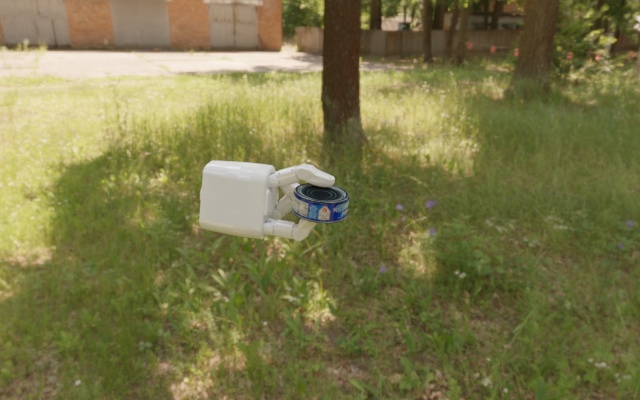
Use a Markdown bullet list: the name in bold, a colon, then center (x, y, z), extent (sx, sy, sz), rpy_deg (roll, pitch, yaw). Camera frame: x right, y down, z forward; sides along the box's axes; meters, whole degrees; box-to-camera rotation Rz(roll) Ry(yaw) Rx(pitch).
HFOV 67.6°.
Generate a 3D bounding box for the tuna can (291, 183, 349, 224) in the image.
- **tuna can**: center (0.000, 0.002, 0.723), extent (0.086, 0.034, 0.086), rpy_deg (6, 21, -2)
